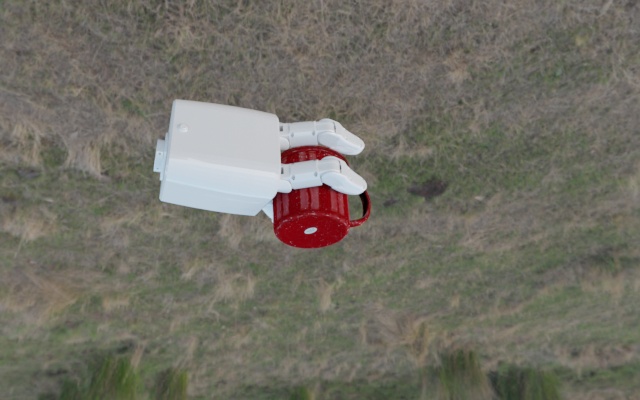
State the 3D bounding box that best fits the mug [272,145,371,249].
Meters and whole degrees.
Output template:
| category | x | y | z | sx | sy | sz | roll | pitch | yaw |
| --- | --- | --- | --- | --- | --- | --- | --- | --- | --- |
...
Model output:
| category | x | y | z | sx | sy | sz | roll | pitch | yaw |
| --- | --- | --- | --- | --- | --- | --- | --- | --- | --- |
| mug | 0.001 | 0.002 | 0.525 | 0.117 | 0.081 | 0.093 | 8 | -34 | -18 |
